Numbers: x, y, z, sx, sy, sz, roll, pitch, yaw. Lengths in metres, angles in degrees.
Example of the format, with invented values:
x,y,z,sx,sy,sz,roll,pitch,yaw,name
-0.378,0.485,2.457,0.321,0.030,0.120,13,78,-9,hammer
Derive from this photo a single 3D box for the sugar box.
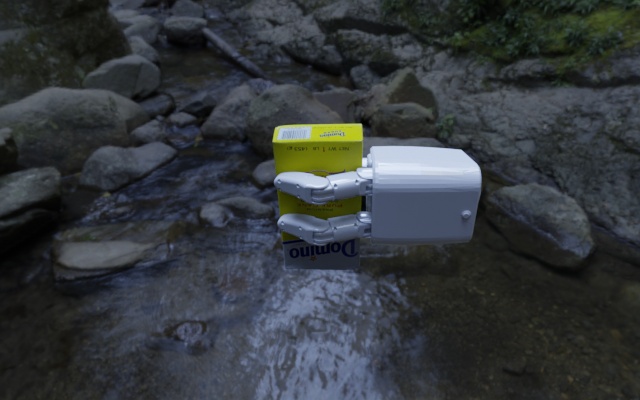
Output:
x,y,z,sx,sy,sz,roll,pitch,yaw,name
0.000,0.002,0.537,0.093,0.176,0.048,0,33,4,sugar box
